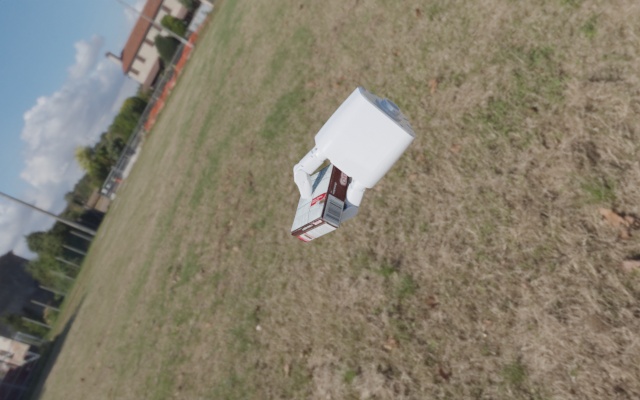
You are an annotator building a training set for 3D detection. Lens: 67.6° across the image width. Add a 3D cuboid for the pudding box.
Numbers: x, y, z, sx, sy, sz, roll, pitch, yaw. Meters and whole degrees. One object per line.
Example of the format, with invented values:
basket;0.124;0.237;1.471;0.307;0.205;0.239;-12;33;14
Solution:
pudding box;0.000;0.002;0.776;0.039;0.113;0.090;31;-35;-24
